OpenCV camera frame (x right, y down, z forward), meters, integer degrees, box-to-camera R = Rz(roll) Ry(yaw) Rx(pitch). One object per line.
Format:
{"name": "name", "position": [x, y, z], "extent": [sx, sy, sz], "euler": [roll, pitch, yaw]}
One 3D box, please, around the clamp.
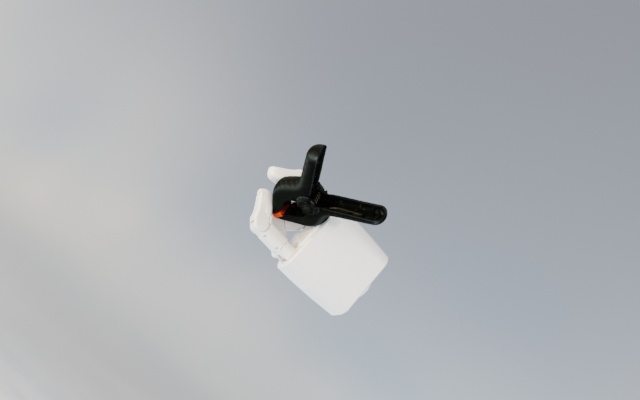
{"name": "clamp", "position": [0.000, 0.002, 0.585], "extent": [0.039, 0.120, 0.171], "euler": [-50, 11, -29]}
